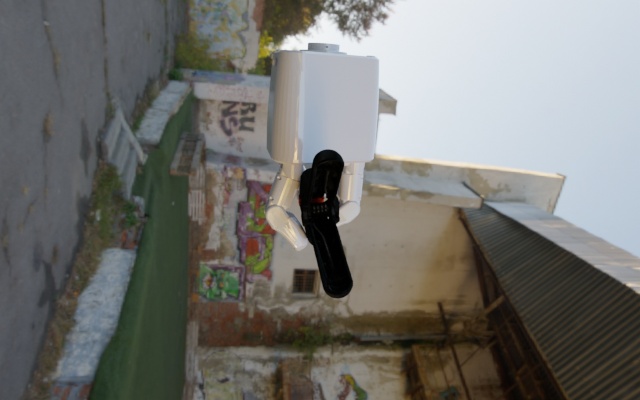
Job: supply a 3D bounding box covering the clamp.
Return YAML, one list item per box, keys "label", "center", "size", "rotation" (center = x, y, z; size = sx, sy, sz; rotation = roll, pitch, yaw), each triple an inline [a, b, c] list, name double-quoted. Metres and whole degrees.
- label: "clamp"
  center: [0.001, 0.001, 0.445]
  size: [0.039, 0.120, 0.171]
  rotation: [-1, 17, -11]
